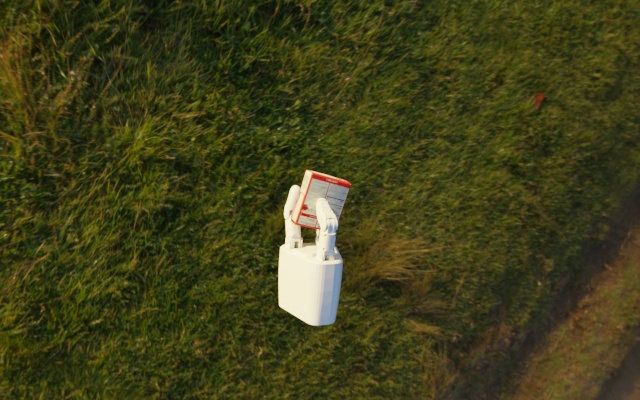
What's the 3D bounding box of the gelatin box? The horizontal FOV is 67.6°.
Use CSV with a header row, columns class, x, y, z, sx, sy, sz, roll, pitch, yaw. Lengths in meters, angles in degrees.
class,x,y,z,sx,sy,sz,roll,pitch,yaw
gelatin box,0.000,0.002,0.772,0.073,0.089,0.030,14,10,-25
